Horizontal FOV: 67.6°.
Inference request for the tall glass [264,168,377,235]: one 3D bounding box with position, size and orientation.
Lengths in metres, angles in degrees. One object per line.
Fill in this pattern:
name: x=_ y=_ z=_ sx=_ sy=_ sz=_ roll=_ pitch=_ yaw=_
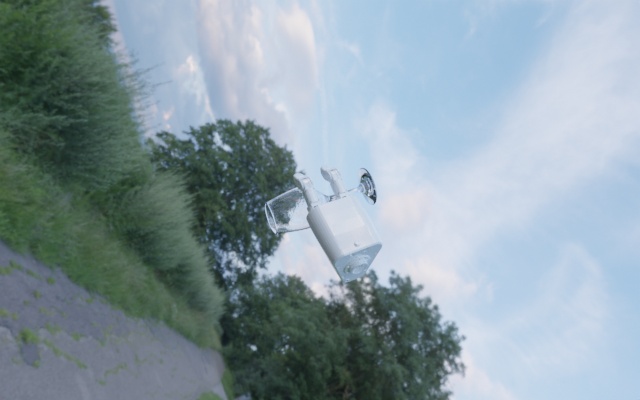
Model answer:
tall glass: x=0.001 y=0.003 z=0.888 sx=0.201 sy=0.079 sz=0.079 roll=-18 pitch=5 yaw=-16
